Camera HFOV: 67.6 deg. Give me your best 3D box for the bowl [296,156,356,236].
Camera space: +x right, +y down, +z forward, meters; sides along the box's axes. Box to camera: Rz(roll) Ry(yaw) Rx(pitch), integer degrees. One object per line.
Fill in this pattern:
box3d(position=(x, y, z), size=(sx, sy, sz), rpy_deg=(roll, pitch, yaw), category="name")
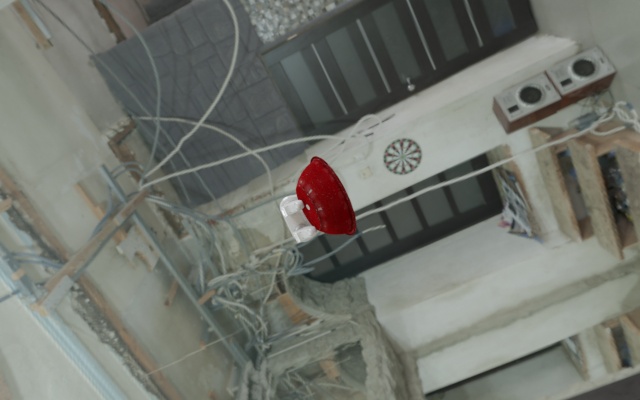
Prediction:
box3d(position=(0.000, 0.003, 0.874), size=(0.055, 0.162, 0.162), rpy_deg=(-26, 8, -17), category="bowl")
